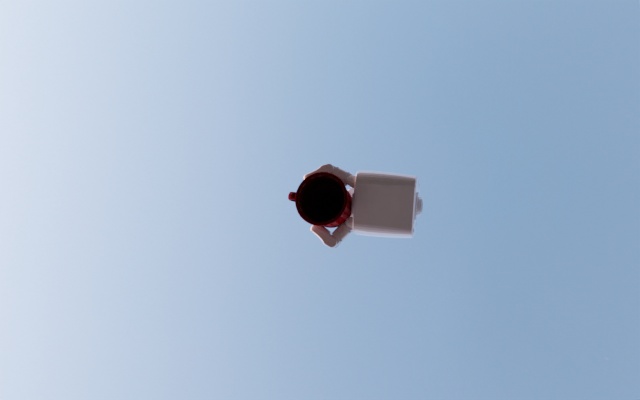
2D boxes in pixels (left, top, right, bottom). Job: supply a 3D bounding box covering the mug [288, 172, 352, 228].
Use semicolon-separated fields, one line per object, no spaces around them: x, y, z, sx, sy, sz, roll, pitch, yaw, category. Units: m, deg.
-0.001;0.003;0.845;0.117;0.093;0.081;6;-9;17;mug
